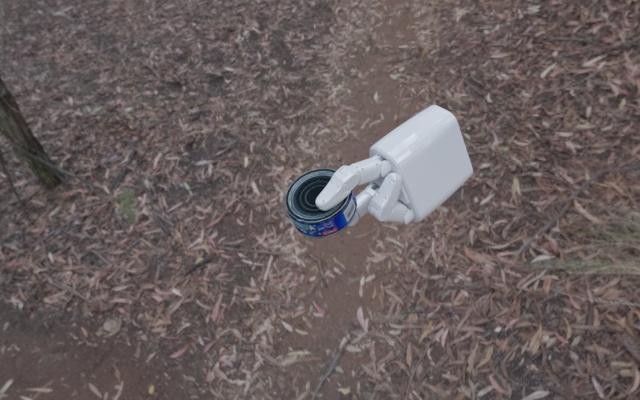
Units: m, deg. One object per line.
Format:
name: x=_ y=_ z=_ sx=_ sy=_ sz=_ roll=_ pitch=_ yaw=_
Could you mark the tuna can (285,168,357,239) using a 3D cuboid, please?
tuna can: x=0.000 y=0.002 z=0.590 sx=0.086 sy=0.086 sz=0.034 roll=0 pitch=-36 yaw=19
